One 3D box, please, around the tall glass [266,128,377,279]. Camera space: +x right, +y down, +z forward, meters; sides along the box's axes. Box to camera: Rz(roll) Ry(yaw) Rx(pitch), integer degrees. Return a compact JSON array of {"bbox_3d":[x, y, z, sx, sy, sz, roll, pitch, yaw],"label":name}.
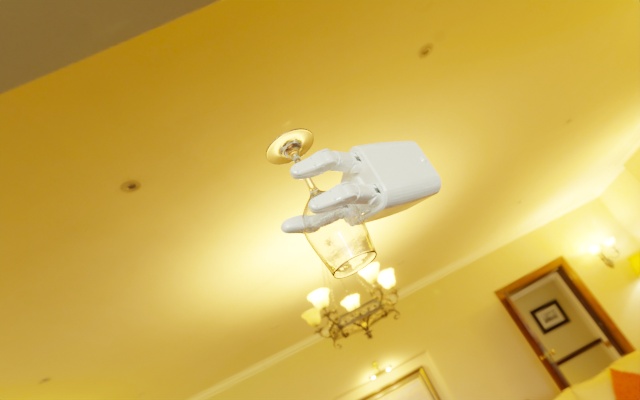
[{"bbox_3d":[0.000,0.002,0.634,0.079,0.201,0.079,-23,-26,-12],"label":"tall glass"}]
